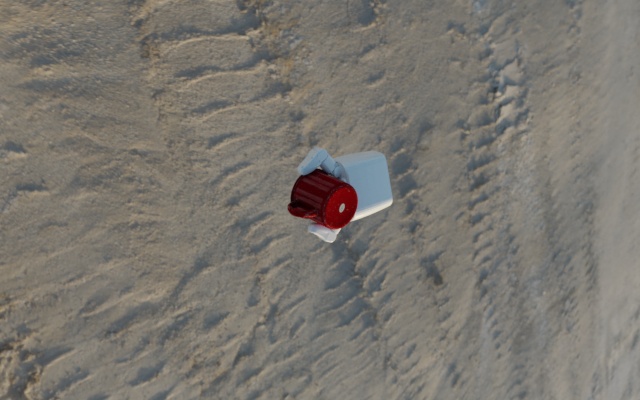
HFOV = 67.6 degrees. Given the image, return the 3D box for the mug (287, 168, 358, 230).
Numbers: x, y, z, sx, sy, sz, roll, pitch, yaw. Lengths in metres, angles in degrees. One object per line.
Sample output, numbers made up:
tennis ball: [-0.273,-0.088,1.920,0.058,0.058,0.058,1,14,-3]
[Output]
mug: [-0.001,0.003,0.806,0.117,0.093,0.081,-18,28,-35]
